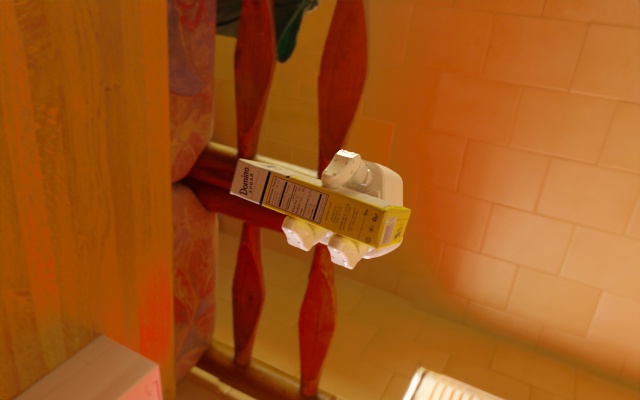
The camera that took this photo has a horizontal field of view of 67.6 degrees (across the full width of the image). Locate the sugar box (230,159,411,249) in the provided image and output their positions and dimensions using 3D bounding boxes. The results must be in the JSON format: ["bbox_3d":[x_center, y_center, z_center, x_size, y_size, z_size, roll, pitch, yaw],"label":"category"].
[{"bbox_3d":[0.000,0.002,0.518,0.176,0.048,0.093,17,6,23],"label":"sugar box"}]
